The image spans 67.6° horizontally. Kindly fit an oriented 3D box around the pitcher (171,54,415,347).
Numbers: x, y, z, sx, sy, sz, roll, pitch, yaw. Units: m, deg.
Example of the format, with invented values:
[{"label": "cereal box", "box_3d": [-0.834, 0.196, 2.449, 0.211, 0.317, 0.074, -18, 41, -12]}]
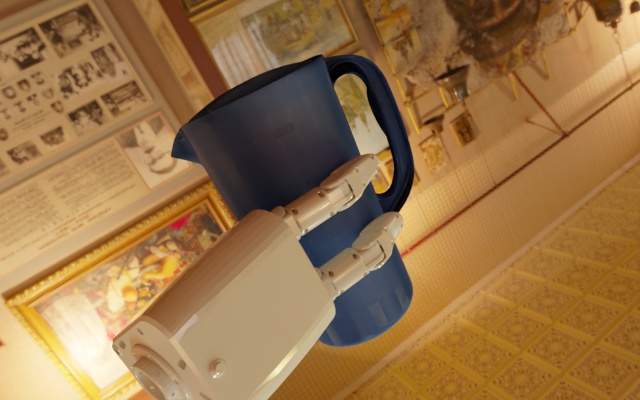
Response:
[{"label": "pitcher", "box_3d": [0.000, 0.001, 0.425, 0.149, 0.243, 0.145, -9, 25, 44]}]
